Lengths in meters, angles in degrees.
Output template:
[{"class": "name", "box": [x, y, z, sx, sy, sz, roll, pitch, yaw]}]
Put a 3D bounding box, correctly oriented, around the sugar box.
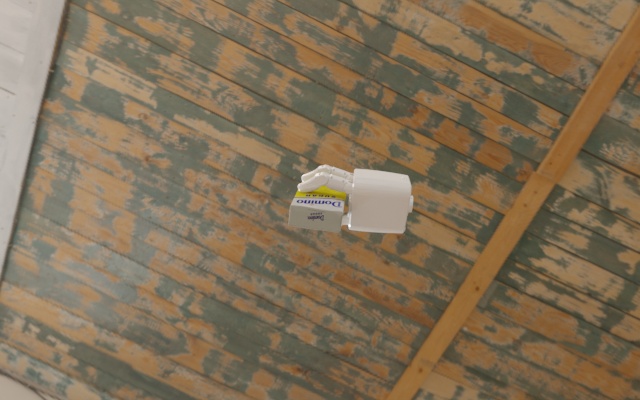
[{"class": "sugar box", "box": [0.000, 0.002, 0.896, 0.093, 0.048, 0.176, 7, 18, 3]}]
